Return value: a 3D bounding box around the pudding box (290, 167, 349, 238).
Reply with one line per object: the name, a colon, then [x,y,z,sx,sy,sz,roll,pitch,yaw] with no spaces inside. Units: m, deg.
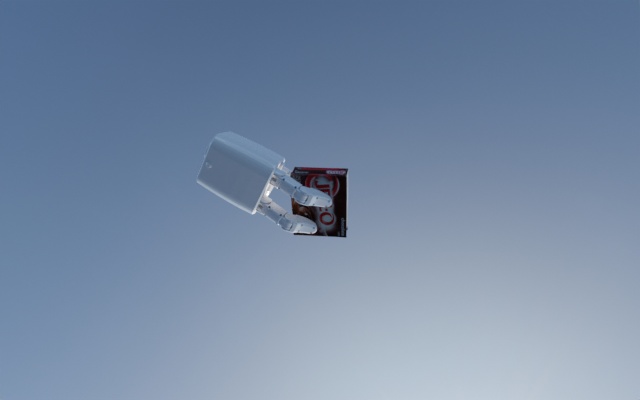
pudding box: [0.000,0.002,0.776,0.090,0.113,0.039,2,27,9]
